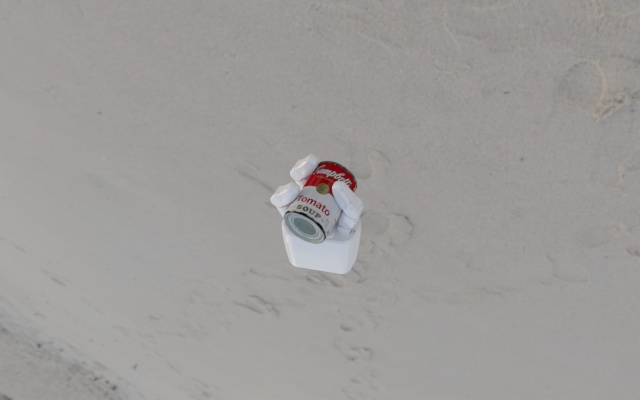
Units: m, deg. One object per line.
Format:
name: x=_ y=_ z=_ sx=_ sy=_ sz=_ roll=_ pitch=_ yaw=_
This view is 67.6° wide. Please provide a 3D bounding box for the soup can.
soup can: x=0.000 y=0.002 z=0.677 sx=0.068 sy=0.102 sz=0.069 roll=23 pitch=-32 yaw=16
